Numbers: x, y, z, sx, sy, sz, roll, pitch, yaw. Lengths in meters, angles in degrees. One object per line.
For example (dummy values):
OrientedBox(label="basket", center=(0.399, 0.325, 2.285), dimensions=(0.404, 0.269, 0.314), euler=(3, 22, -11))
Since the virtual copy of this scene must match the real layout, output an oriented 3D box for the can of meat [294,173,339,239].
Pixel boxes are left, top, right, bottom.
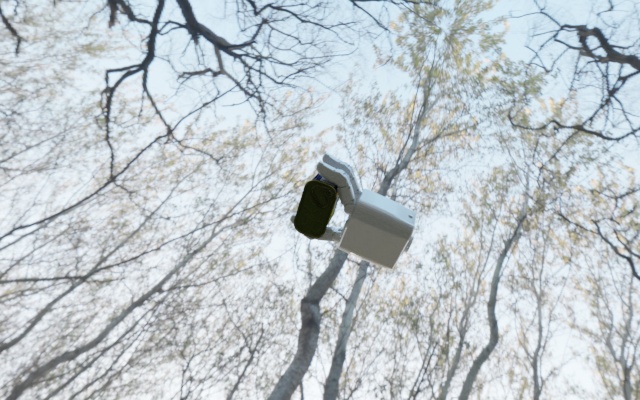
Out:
OrientedBox(label="can of meat", center=(0.000, 0.003, 0.836), dimensions=(0.057, 0.102, 0.084), euler=(21, 23, 7))
